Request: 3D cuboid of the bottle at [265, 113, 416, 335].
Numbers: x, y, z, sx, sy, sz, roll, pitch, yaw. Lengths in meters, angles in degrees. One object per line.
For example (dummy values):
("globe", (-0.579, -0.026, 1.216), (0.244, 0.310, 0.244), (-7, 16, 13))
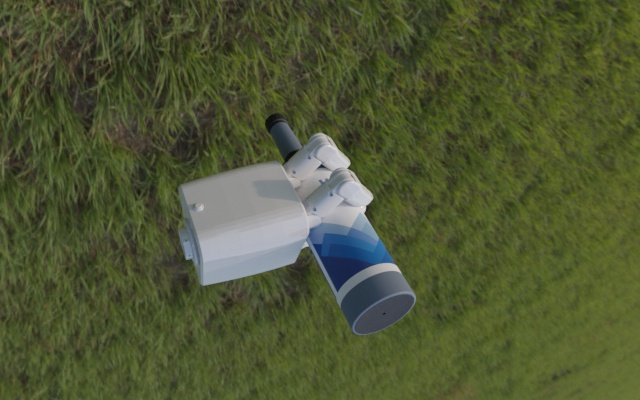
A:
("bottle", (0.000, 0.002, 0.524), (0.069, 0.069, 0.295), (0, 44, -34))
